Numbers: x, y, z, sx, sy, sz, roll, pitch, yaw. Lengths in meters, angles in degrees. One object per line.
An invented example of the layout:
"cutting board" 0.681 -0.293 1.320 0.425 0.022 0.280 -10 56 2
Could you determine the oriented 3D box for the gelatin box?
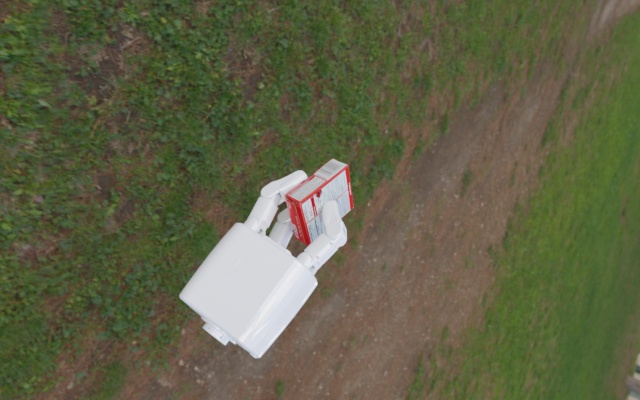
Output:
"gelatin box" 0.001 0.002 0.595 0.030 0.073 0.089 28 54 36
